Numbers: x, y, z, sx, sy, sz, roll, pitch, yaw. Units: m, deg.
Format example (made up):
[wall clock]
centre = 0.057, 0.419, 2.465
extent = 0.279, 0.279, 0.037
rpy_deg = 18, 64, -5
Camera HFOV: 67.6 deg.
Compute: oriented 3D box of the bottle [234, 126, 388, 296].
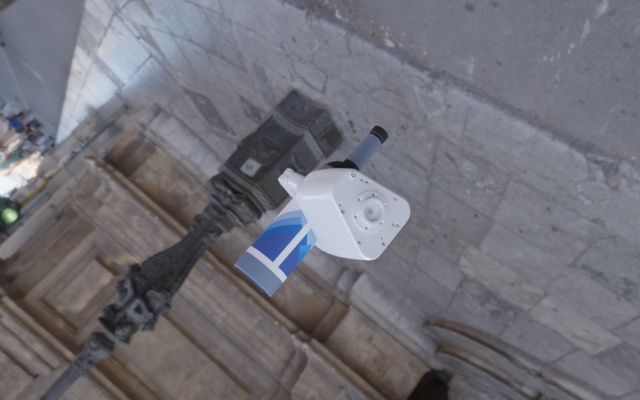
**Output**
[bottle]
centre = 0.000, 0.002, 0.688
extent = 0.069, 0.295, 0.069
rpy_deg = 37, -16, 13
